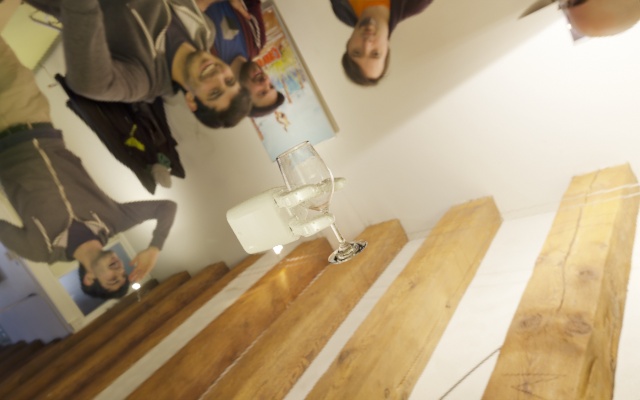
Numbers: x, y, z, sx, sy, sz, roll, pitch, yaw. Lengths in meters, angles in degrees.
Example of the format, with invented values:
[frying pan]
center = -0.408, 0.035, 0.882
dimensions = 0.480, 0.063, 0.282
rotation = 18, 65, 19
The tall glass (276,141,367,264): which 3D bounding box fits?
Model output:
[tall glass]
center = 0.001, 0.003, 0.798
dimensions = 0.079, 0.201, 0.079
rotation = -27, 12, 6
